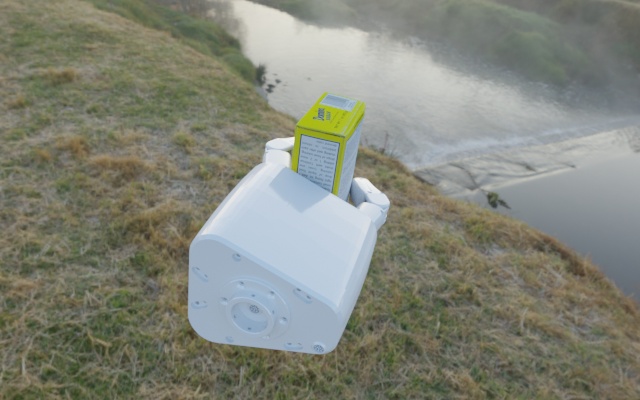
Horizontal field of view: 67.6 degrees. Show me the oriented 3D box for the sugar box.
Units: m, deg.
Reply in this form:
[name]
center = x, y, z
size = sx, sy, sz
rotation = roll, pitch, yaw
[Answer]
[sugar box]
center = 0.000, 0.001, 0.434
size = 0.048, 0.176, 0.093
rotation = 16, 31, 8
